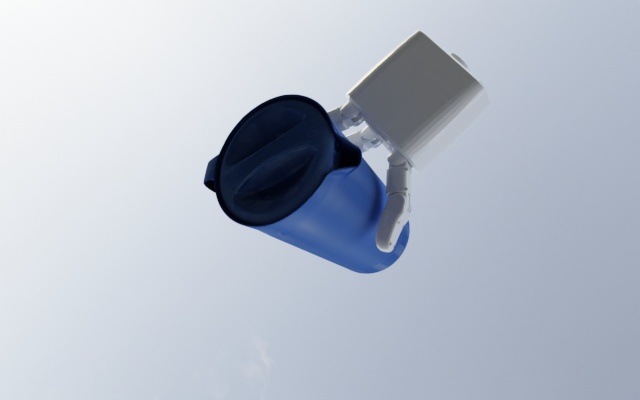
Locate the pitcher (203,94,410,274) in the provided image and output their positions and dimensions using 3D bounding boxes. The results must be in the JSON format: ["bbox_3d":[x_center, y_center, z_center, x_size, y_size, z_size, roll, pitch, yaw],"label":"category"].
[{"bbox_3d":[0.000,0.002,0.531,0.149,0.145,0.243,49,7,37],"label":"pitcher"}]
